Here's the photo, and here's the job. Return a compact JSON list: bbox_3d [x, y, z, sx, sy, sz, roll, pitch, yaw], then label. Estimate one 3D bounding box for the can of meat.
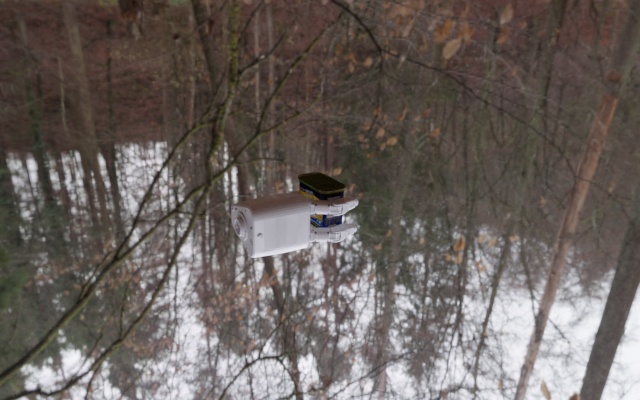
[{"bbox_3d":[0.000,0.003,0.894,0.057,0.084,0.102,-12,26,-32],"label":"can of meat"}]
